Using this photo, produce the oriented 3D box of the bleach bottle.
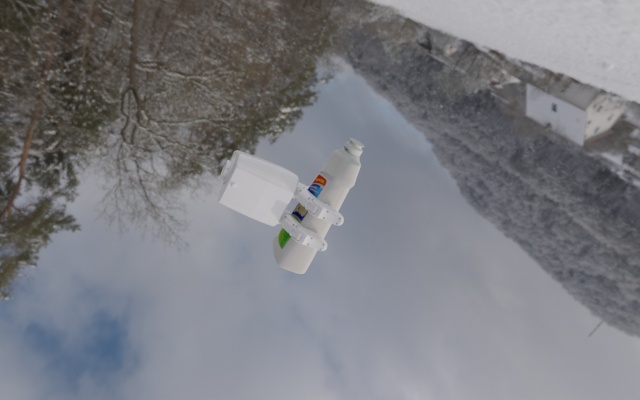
[{"bbox_3d":[0.000,0.003,0.834,0.068,0.251,0.102,23,21,-19],"label":"bleach bottle"}]
